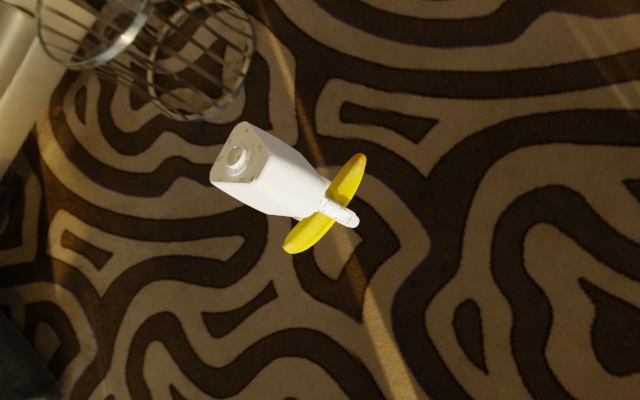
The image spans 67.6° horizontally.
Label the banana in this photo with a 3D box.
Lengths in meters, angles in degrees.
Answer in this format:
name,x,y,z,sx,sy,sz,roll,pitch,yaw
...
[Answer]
name,x,y,z,sx,sy,sz,roll,pitch,yaw
banana,0.001,0.014,0.698,0.037,0.198,0.069,33,20,-27
